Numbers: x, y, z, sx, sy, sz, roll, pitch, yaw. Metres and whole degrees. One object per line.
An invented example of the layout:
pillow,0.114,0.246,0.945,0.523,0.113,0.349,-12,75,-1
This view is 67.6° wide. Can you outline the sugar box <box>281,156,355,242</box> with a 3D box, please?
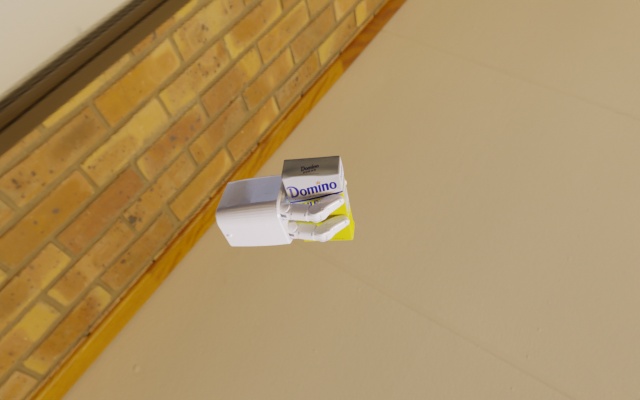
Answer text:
sugar box,0.000,0.003,0.796,0.093,0.048,0.176,-4,-37,11
